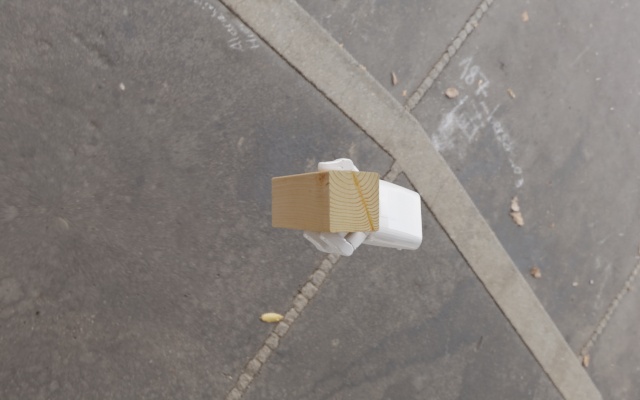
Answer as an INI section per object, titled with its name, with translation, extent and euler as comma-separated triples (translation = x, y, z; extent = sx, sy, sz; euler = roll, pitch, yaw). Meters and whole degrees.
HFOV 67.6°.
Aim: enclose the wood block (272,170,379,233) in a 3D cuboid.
[wood block]
translation = 0.001, 0.002, 0.785
extent = 0.090, 0.091, 0.206
euler = 1, -1, -29
